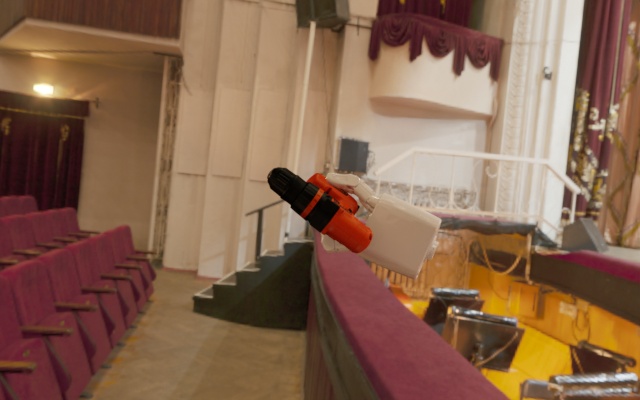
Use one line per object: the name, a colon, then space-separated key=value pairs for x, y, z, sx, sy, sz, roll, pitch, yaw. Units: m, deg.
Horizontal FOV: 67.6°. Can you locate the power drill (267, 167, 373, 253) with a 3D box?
power drill: x=0.000 y=0.003 z=0.784 sx=0.184 sy=0.057 sz=0.187 roll=39 pitch=10 yaw=-4
